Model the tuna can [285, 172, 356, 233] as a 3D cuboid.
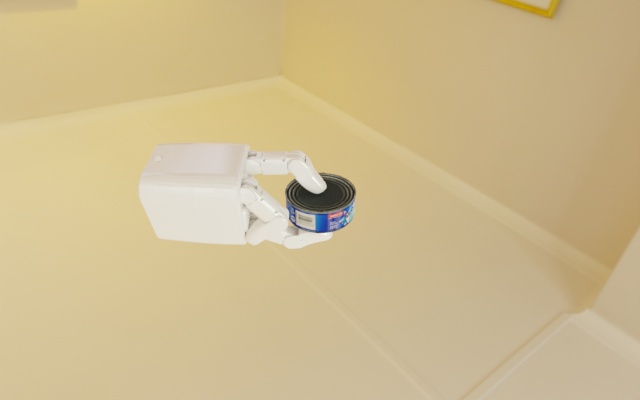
[{"bbox_3d":[0.000,0.002,0.584,0.086,0.034,0.086,0,35,0],"label":"tuna can"}]
